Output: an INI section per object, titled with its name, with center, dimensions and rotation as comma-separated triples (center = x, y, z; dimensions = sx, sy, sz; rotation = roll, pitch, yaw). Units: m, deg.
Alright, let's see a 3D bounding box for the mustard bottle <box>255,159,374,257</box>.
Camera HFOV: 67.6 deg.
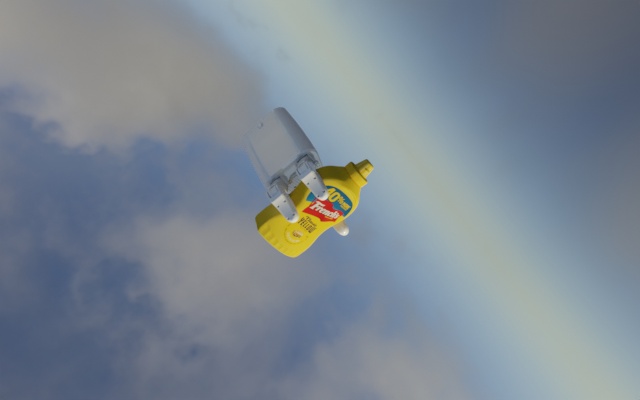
[mustard bottle]
center = 0.000, 0.003, 0.726
dimensions = 0.096, 0.191, 0.058
rotation = 43, 15, -36
